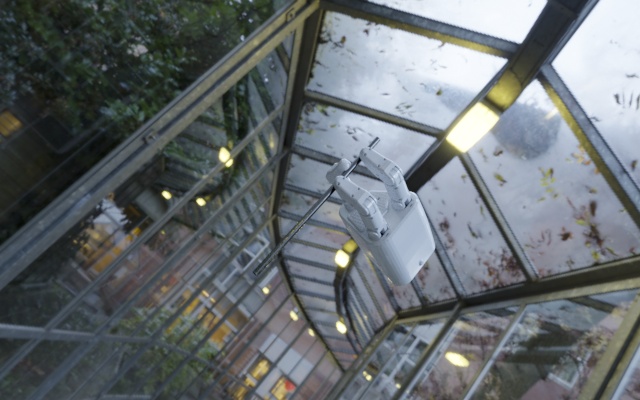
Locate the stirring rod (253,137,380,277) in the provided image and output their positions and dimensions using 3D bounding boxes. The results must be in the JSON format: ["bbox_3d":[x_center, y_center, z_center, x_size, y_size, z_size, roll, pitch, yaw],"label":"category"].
[{"bbox_3d":[0.000,0.002,0.596,0.239,0.011,0.011,-48,20,-19],"label":"stirring rod"}]
